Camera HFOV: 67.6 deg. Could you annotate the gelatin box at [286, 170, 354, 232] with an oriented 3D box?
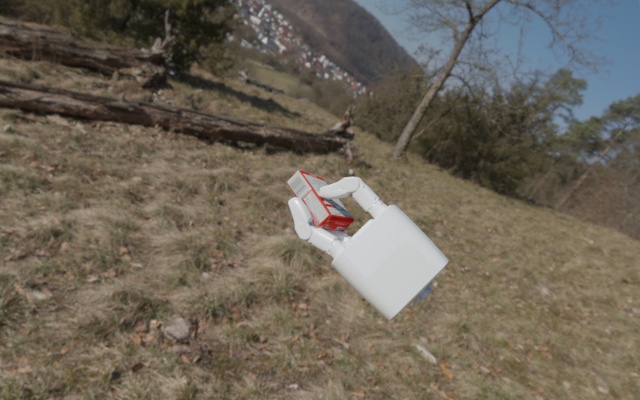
[{"bbox_3d":[0.000,0.002,0.687,0.030,0.089,0.073,-43,-25,17],"label":"gelatin box"}]
